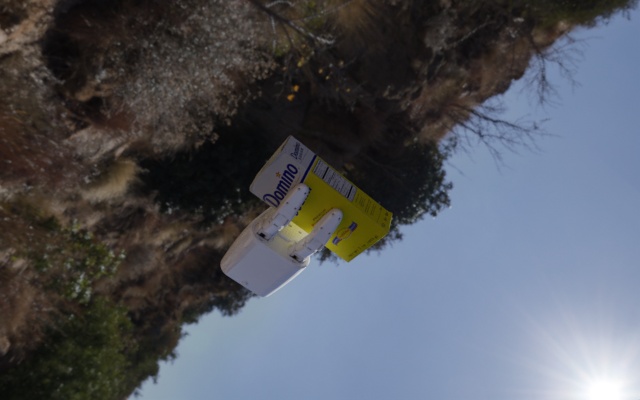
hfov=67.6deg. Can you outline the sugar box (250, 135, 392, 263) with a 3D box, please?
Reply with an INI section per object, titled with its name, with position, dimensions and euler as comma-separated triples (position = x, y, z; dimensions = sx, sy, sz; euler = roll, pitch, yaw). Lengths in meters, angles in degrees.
[sugar box]
position = 0.000, 0.003, 0.640
dimensions = 0.176, 0.048, 0.093
euler = 35, -49, -13
